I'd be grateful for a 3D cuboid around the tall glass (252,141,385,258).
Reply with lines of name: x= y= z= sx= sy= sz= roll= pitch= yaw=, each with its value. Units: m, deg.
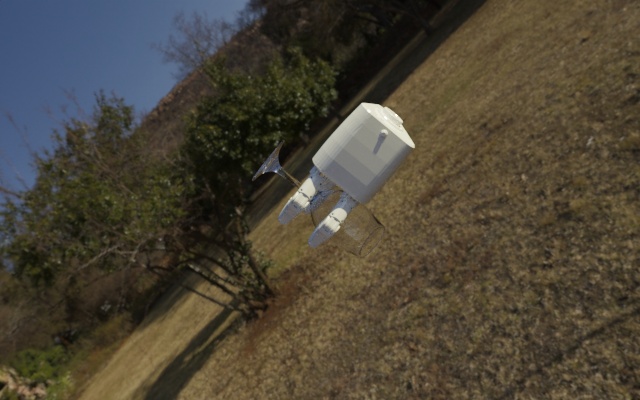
tall glass: x=-0.001 y=0.002 z=0.710 sx=0.201 sy=0.079 sz=0.079 roll=38 pitch=-5 yaw=-7
